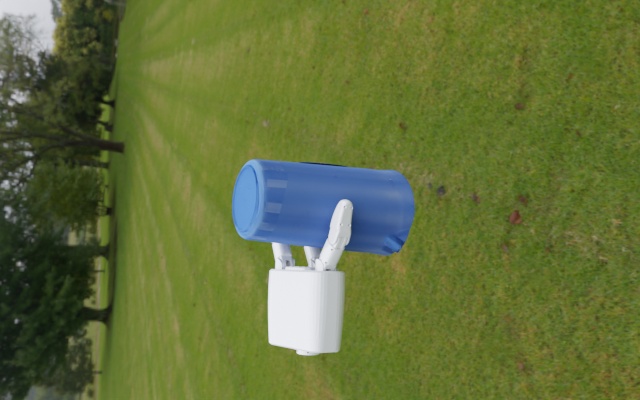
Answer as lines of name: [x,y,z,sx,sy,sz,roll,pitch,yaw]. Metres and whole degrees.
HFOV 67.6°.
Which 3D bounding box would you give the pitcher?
pitcher: [0.000,0.002,0.695,0.243,0.145,0.149,6,-7,-29]
